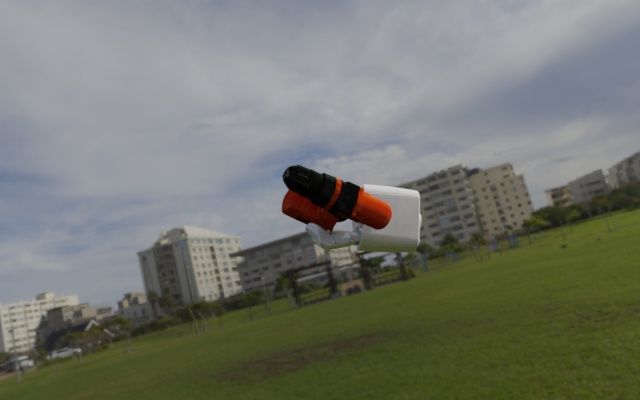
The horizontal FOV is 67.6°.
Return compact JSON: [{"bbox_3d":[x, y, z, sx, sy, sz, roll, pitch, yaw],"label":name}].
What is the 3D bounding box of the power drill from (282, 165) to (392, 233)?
[{"bbox_3d":[0.000,0.003,0.788,0.184,0.057,0.187,25,-14,-19],"label":"power drill"}]
